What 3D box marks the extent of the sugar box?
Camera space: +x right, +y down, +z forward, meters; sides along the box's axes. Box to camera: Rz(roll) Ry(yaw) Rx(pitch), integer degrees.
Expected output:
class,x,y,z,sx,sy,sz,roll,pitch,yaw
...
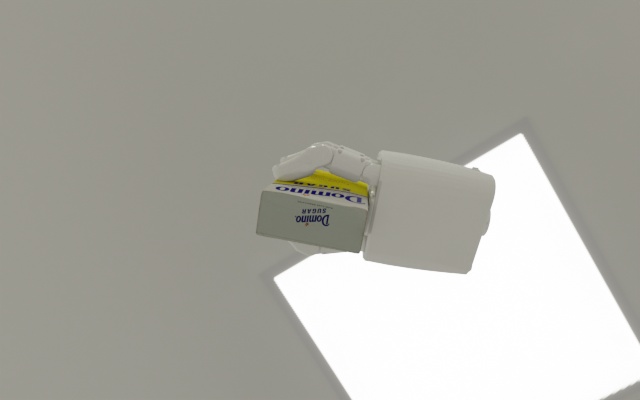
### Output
class,x,y,z,sx,sy,sz,roll,pitch,yaw
sugar box,0.000,0.001,0.481,0.093,0.048,0.176,11,9,3
